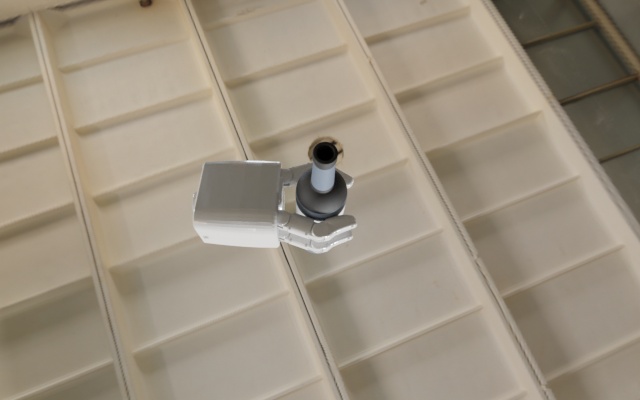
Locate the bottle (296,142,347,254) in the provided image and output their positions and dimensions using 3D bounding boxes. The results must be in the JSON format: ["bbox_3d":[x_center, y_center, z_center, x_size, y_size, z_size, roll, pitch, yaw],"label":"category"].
[{"bbox_3d":[0.000,0.002,0.644,0.069,0.069,0.296,0,-21,-2],"label":"bottle"}]
